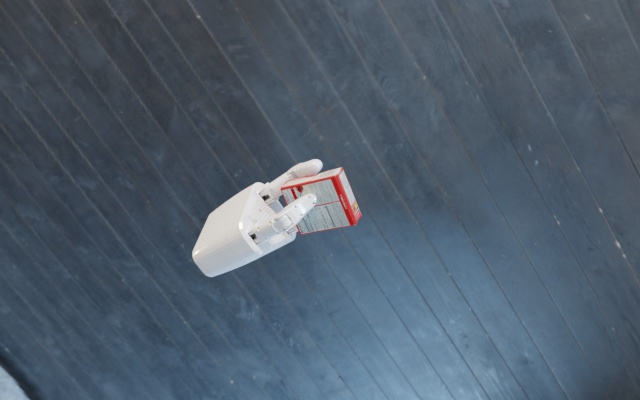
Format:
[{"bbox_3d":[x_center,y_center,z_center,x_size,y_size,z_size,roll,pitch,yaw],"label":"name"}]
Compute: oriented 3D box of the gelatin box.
[{"bbox_3d":[0.000,0.002,0.629,0.089,0.073,0.030,-12,22,30],"label":"gelatin box"}]
